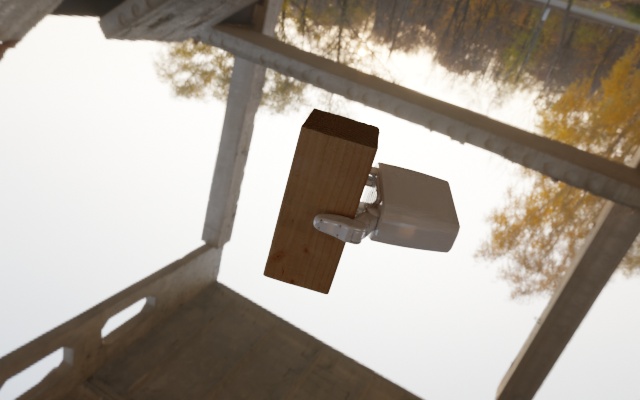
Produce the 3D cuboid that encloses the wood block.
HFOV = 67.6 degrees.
[{"bbox_3d":[0.000,0.002,0.603,0.090,0.206,0.090,17,25,1],"label":"wood block"}]
